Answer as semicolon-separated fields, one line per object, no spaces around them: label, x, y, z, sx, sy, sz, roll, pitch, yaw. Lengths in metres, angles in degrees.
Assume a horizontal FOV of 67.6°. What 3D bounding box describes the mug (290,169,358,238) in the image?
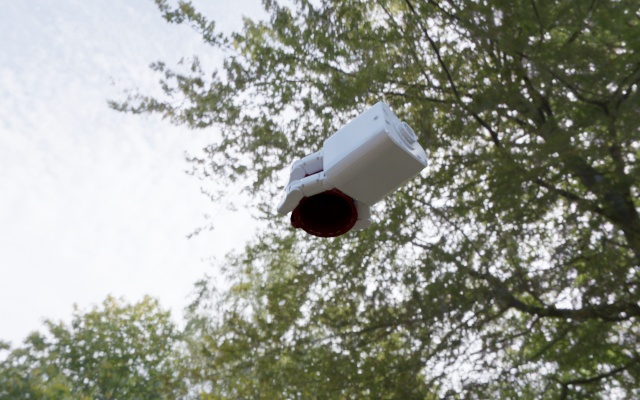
mug;-0.001;0.003;0.735;0.117;0.081;0.093;-34;-59;26
